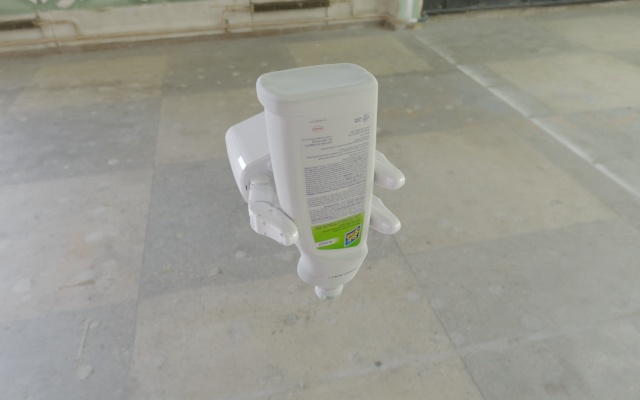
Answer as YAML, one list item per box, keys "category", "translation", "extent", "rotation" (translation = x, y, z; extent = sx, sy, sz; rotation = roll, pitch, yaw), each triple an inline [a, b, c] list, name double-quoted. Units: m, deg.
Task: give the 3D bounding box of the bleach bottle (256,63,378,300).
- category: "bleach bottle"
  translation: [0.000, 0.001, 0.465]
  extent: [0.102, 0.251, 0.068]
  rotation: [-12, 36, -16]
